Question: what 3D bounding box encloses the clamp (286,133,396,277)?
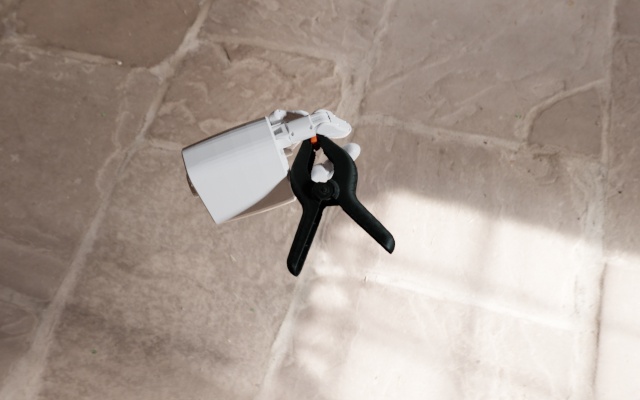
[{"bbox_3d":[0.000,0.001,0.543,0.120,0.171,0.039,-20,-23,-3],"label":"clamp"}]
